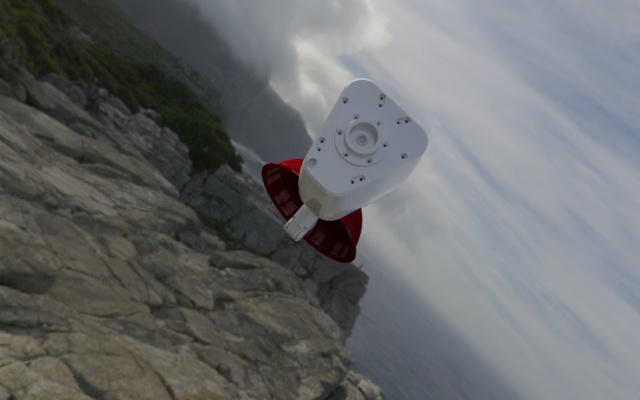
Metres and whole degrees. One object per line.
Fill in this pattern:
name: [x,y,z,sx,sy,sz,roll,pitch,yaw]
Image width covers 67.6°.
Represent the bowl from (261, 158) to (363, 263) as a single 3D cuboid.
bowl: [0.000,0.002,0.604,0.055,0.162,0.162,-43,19,-22]
